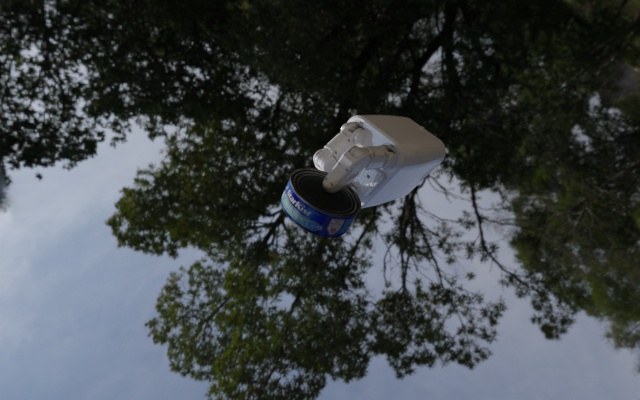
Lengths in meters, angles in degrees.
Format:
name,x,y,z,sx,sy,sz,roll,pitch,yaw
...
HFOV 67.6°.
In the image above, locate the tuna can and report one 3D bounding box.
name,x,y,z,sx,sy,sz,roll,pitch,yaw
tuna can,0.000,0.002,0.534,0.086,0.034,0.086,20,30,-13
